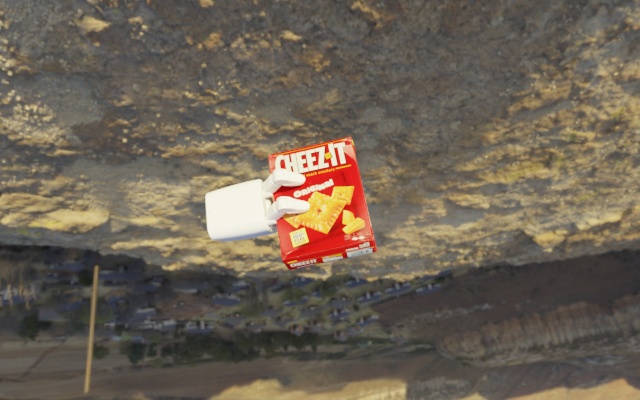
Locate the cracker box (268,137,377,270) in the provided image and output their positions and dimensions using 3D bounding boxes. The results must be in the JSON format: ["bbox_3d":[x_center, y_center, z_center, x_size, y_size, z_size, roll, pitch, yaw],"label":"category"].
[{"bbox_3d":[0.000,0.003,0.870,0.164,0.213,0.072,-12,-25,4],"label":"cracker box"}]
